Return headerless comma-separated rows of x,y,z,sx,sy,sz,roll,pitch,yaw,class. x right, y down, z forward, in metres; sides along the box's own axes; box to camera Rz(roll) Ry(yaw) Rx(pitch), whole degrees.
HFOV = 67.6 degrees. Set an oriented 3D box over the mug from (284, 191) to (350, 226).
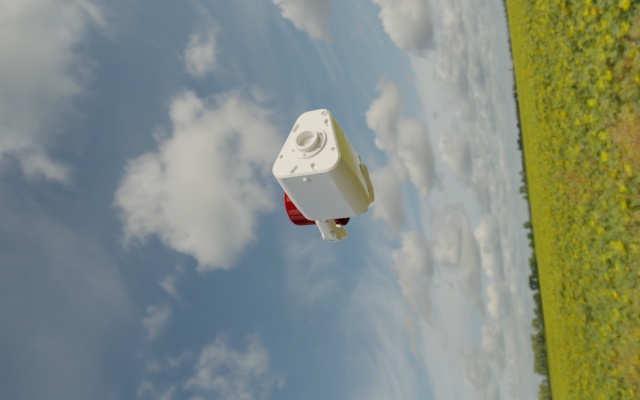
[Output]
0.000,0.003,0.753,0.081,0.093,0.117,-6,-35,22,mug
